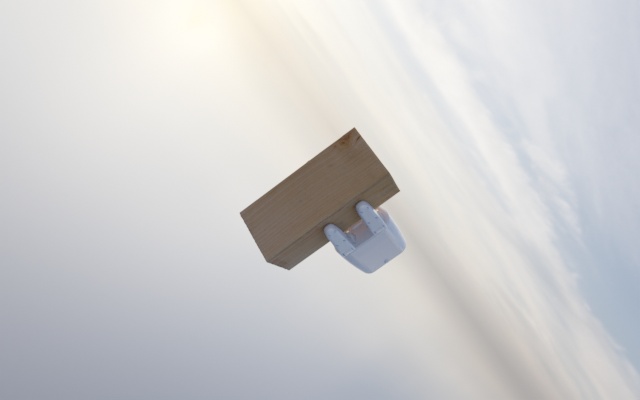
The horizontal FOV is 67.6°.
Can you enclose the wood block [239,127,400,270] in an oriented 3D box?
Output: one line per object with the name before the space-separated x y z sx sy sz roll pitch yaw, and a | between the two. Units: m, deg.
wood block | 0.000 0.002 0.695 0.206 0.090 0.090 -36 -24 6
